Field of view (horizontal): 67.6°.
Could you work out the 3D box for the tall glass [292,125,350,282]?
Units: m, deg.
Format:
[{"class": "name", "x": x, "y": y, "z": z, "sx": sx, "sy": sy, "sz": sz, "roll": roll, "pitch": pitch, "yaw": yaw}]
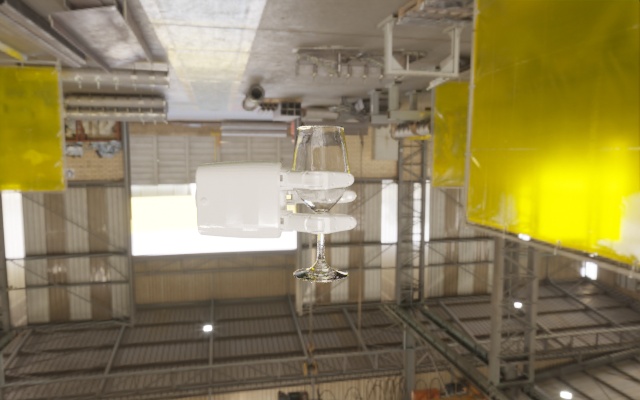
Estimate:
[{"class": "tall glass", "x": 0.000, "y": 0.003, "z": 0.639, "sx": 0.079, "sy": 0.201, "sz": 0.079, "roll": 0, "pitch": 6, "yaw": 0}]
